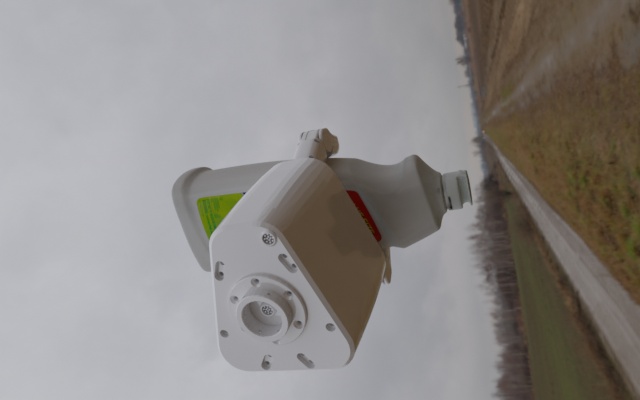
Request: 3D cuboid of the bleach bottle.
[{"bbox_3d":[0.000,0.001,0.419,0.251,0.102,0.068,-9,19,20],"label":"bleach bottle"}]
